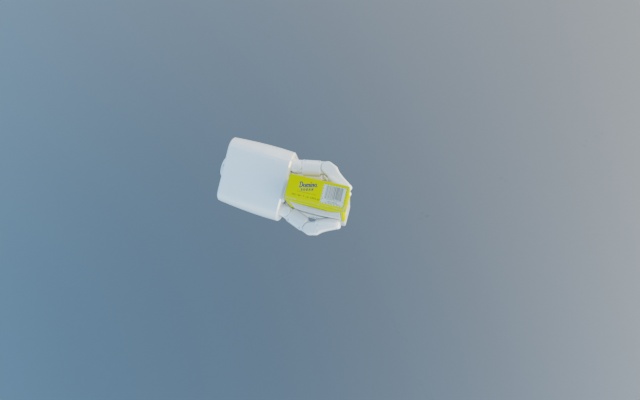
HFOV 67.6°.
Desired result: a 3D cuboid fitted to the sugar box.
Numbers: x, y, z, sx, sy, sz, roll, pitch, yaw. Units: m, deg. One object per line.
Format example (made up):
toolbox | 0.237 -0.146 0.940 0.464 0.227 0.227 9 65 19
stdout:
sugar box | 0.000 0.002 0.771 0.093 0.048 0.176 14 -6 5
